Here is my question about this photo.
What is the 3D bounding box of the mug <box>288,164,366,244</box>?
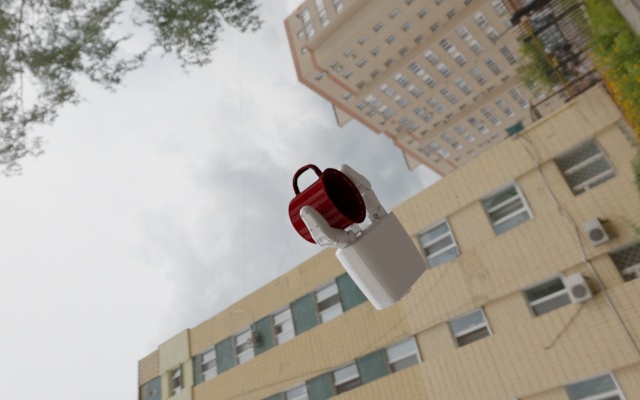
[{"bbox_3d":[-0.001,0.001,0.702,0.081,0.117,0.093,-35,-1,30],"label":"mug"}]
